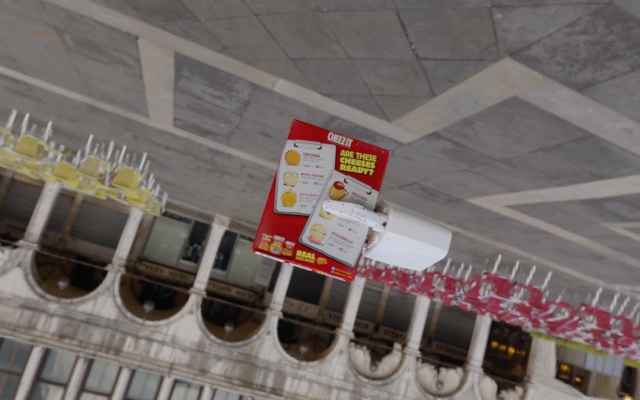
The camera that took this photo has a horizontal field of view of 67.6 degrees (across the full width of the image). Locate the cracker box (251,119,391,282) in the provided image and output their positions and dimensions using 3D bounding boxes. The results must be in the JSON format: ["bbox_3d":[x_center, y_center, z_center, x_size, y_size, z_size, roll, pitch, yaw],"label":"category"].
[{"bbox_3d":[0.000,0.003,0.753,0.164,0.213,0.072,18,-10,-6],"label":"cracker box"}]
